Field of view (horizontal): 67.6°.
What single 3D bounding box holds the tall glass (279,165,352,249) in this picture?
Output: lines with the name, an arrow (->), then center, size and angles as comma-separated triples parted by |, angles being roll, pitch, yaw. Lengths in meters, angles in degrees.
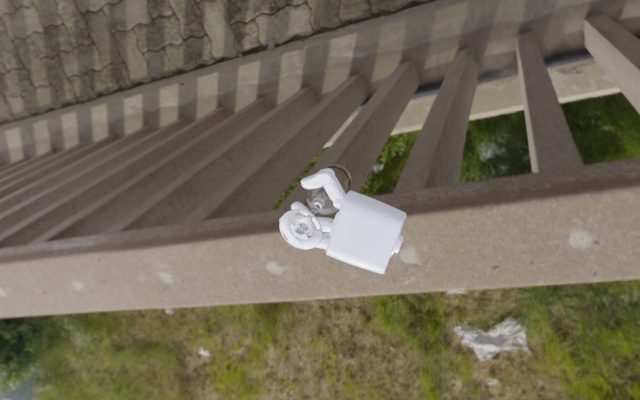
tall glass -> 0.000, 0.003, 0.848 | 0.079, 0.079, 0.201 | 0, 27, 21
